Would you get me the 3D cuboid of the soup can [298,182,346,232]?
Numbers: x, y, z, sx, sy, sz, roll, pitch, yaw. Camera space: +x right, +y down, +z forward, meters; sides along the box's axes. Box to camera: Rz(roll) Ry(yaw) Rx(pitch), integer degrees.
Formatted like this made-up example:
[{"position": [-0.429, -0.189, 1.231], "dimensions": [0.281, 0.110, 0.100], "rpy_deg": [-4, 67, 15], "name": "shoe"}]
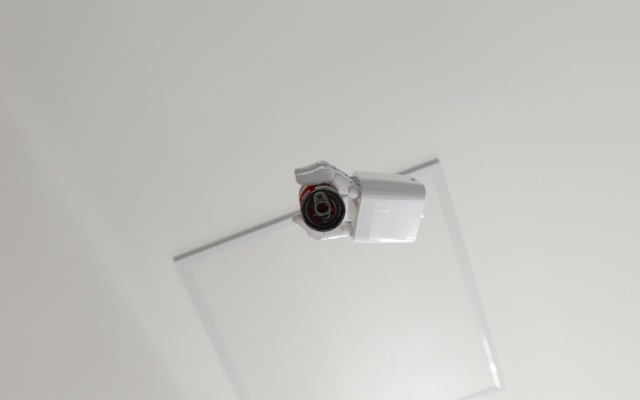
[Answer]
[{"position": [0.000, 0.003, 0.759], "dimensions": [0.068, 0.068, 0.102], "rpy_deg": [0, 14, -5], "name": "soup can"}]
